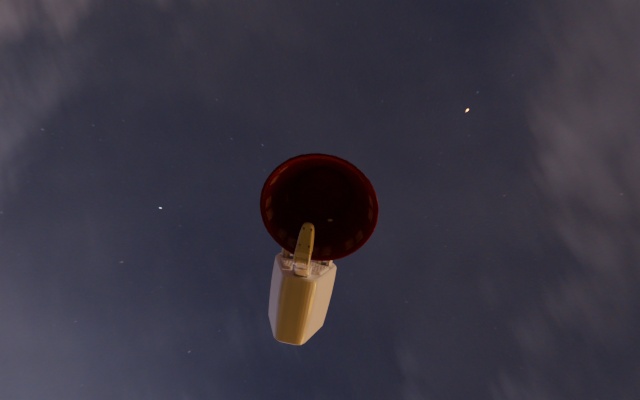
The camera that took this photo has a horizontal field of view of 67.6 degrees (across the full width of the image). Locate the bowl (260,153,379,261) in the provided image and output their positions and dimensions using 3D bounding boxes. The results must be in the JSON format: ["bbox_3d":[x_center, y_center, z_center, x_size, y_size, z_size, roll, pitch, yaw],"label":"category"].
[{"bbox_3d":[0.001,0.001,0.666,0.162,0.162,0.055,0,25,8],"label":"bowl"}]
